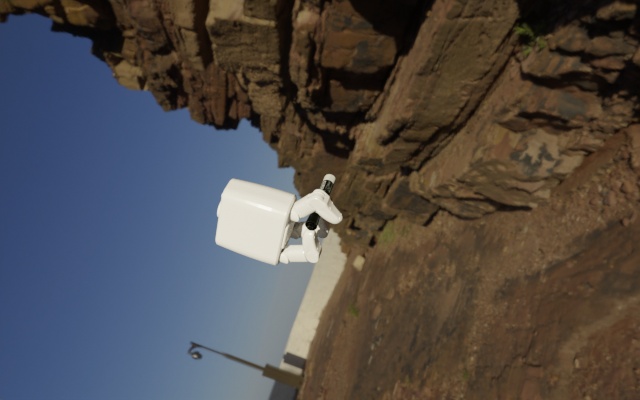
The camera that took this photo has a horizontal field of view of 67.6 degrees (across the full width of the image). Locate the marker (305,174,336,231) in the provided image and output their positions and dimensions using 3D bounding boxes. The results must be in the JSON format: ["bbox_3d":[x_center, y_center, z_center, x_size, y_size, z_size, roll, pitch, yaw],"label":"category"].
[{"bbox_3d":[0.000,0.002,0.734,0.020,0.020,0.121,0,39,20],"label":"marker"}]
